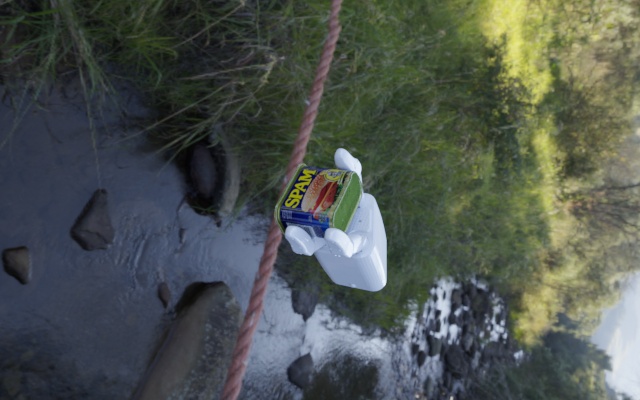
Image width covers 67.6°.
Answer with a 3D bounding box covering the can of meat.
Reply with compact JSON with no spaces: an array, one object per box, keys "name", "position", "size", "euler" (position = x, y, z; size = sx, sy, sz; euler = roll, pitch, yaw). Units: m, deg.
[{"name":"can of meat","position":[0.000,0.002,0.638],"size":[0.084,0.102,0.057],"euler":[7,-38,26]}]
